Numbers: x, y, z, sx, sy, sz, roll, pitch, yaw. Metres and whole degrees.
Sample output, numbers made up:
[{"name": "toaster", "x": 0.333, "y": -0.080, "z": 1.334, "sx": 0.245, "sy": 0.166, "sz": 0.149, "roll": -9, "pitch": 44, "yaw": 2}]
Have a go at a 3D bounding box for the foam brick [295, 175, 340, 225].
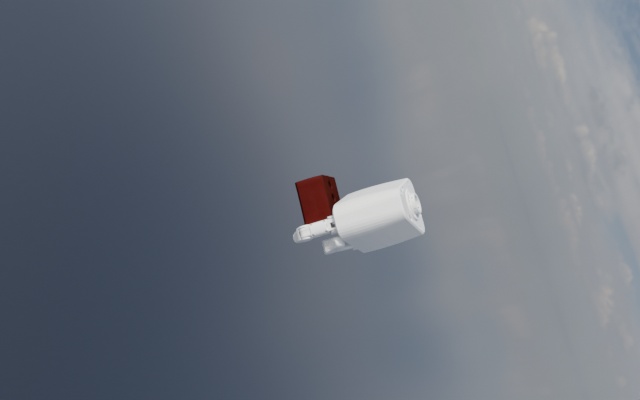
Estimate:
[{"name": "foam brick", "x": 0.000, "y": 0.002, "z": 0.777, "sx": 0.051, "sy": 0.078, "sz": 0.053, "roll": -19, "pitch": -11, "yaw": 24}]
